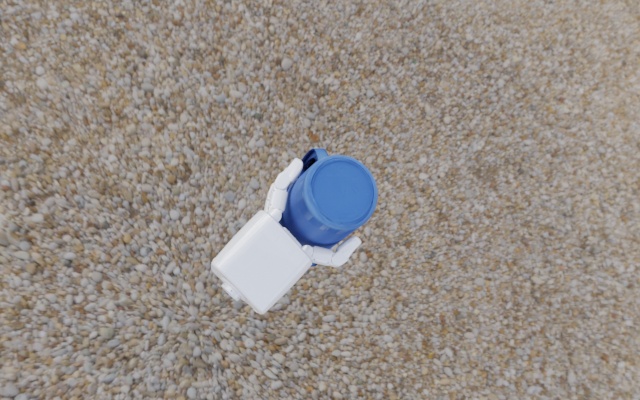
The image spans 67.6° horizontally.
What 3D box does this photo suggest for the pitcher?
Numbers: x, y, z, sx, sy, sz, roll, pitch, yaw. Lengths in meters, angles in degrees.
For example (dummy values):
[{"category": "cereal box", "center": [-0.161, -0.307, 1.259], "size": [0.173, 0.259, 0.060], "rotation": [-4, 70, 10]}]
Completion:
[{"category": "pitcher", "center": [0.000, 0.003, 0.760], "size": [0.145, 0.149, 0.243], "rotation": [-46, 1, -19]}]
